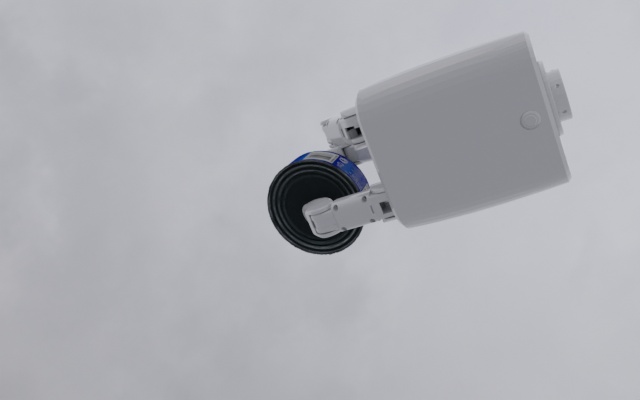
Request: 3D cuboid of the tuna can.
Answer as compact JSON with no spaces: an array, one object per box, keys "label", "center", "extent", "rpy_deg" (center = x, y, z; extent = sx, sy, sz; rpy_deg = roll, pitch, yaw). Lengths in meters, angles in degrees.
[{"label":"tuna can","center":[0.000,0.001,0.410],"extent":[0.086,0.086,0.033],"rpy_deg":[0,22,20]}]
